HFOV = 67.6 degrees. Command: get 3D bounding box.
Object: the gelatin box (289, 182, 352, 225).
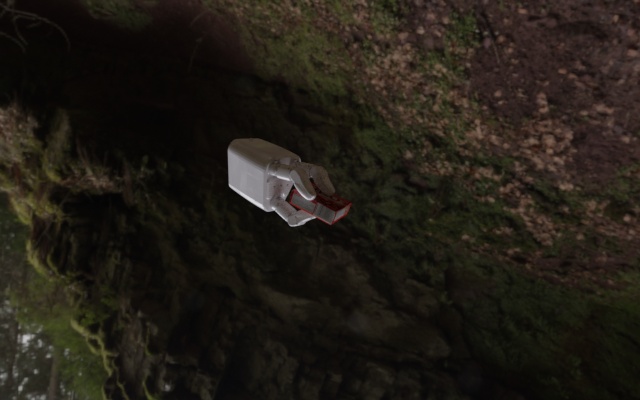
[{"bbox_3d":[0.000,0.003,0.840,0.089,0.030,0.073,28,22,17],"label":"gelatin box"}]
